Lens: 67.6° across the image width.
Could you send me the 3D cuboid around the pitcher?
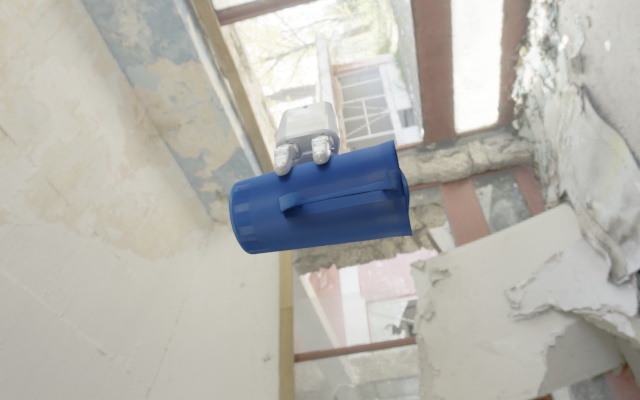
[{"bbox_3d":[0.000,0.002,0.659,0.243,0.149,0.145,-11,39,9],"label":"pitcher"}]
